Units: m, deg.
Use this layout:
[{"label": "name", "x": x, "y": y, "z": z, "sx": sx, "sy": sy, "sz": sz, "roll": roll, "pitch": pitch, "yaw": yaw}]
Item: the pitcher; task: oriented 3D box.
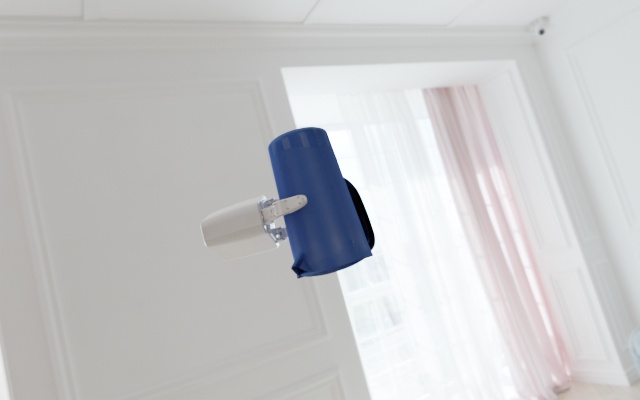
[{"label": "pitcher", "x": 0.000, "y": 0.003, "z": 0.822, "sx": 0.145, "sy": 0.243, "sz": 0.149, "roll": -17, "pitch": -8, "yaw": 5}]
